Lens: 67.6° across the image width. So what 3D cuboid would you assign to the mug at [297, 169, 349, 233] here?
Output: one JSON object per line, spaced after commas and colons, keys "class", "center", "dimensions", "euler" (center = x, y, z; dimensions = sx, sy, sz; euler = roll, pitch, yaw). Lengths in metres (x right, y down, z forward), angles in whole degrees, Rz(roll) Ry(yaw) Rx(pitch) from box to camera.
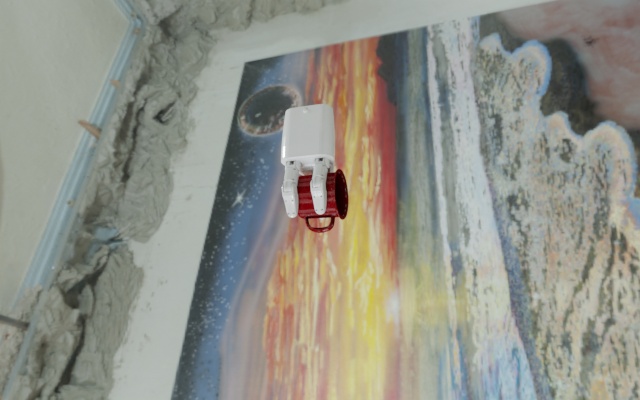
{"class": "mug", "center": [0.000, 0.004, 0.873], "dimensions": [0.081, 0.117, 0.093], "euler": [-4, -20, 18]}
